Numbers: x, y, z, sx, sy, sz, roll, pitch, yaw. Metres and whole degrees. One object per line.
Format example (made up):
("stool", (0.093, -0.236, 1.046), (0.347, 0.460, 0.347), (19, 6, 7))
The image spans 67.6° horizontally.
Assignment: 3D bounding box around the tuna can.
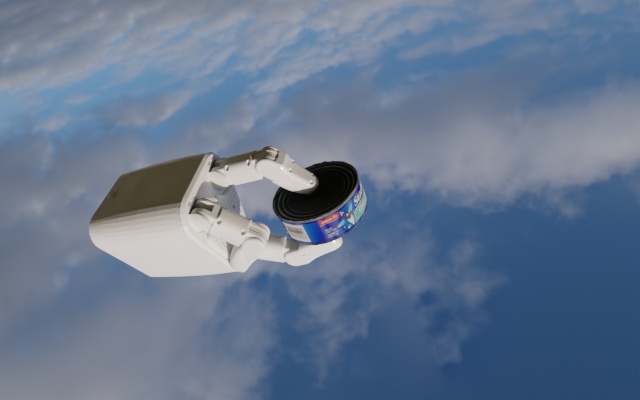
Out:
("tuna can", (0.000, 0.002, 0.453), (0.086, 0.034, 0.086), (-17, 36, 13))
